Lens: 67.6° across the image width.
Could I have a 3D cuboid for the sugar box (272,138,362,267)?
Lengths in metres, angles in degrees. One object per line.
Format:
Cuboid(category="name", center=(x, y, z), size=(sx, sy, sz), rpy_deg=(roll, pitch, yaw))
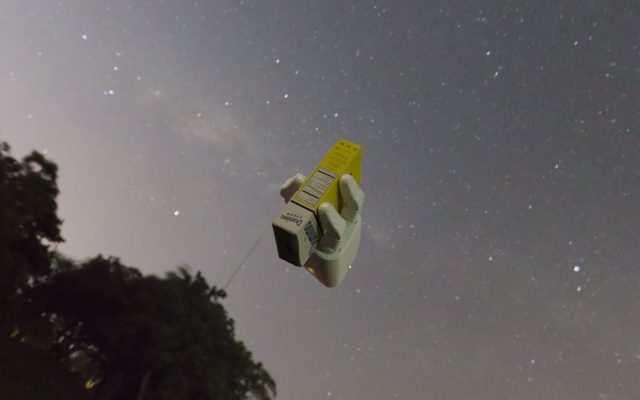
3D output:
Cuboid(category="sugar box", center=(0.001, 0.002, 0.683), size=(0.048, 0.176, 0.093), rpy_deg=(23, -32, 18))
